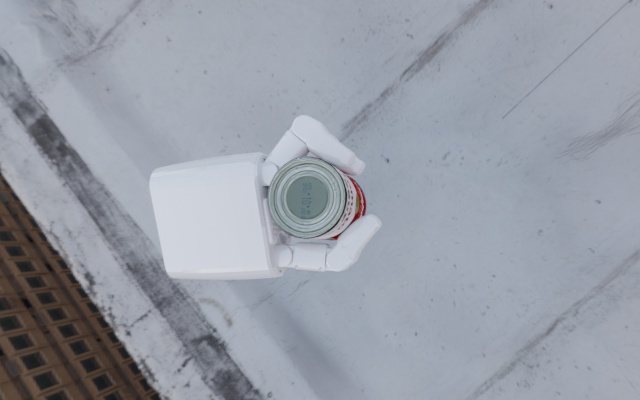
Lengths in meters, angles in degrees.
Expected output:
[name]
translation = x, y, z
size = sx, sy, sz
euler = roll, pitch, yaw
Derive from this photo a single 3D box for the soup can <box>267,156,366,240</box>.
[soup can]
translation = 0.000, 0.001, 0.426
size = 0.068, 0.068, 0.102
euler = 0, -5, 14
